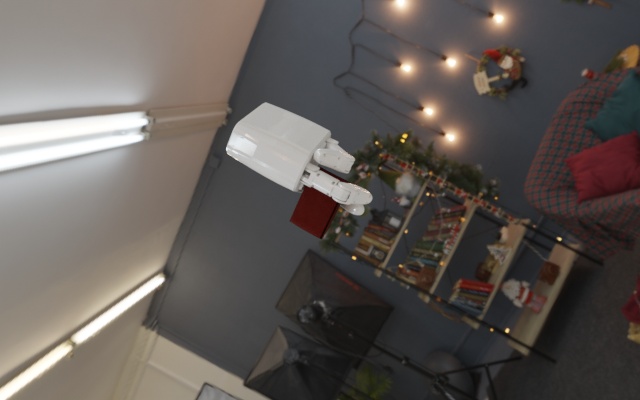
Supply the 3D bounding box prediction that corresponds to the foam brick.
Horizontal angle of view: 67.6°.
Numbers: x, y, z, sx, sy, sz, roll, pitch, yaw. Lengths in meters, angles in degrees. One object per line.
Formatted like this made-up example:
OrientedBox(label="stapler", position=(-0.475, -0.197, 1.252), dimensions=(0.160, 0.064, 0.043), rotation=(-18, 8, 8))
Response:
OrientedBox(label="foam brick", position=(0.000, 0.002, 0.657), dimensions=(0.051, 0.078, 0.053), rotation=(27, 18, 4))
